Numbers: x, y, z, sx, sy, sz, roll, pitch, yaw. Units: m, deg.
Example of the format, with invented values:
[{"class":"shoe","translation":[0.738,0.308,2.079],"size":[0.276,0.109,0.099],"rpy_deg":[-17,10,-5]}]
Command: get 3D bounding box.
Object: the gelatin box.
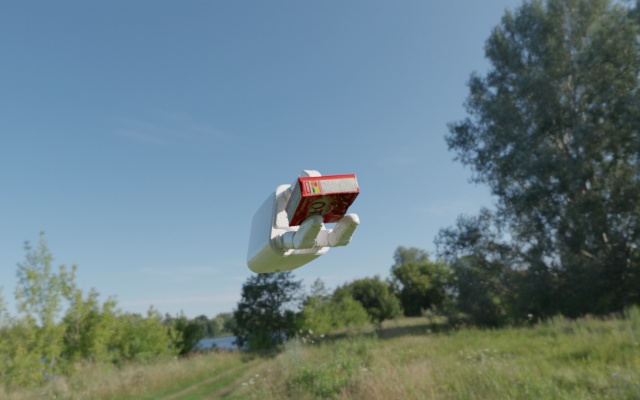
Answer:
[{"class":"gelatin box","translation":[0.000,0.001,0.601],"size":[0.073,0.030,0.089],"rpy_deg":[-4,-26,-19]}]
